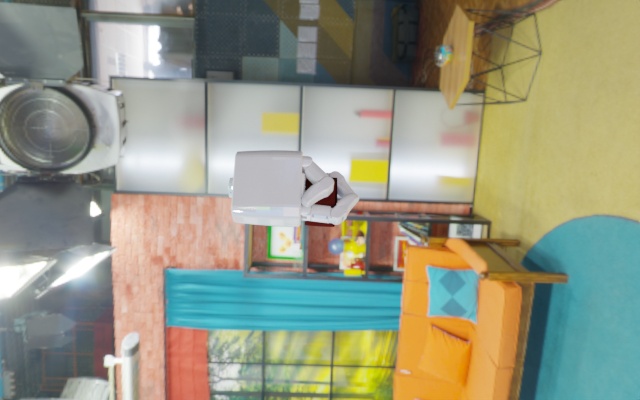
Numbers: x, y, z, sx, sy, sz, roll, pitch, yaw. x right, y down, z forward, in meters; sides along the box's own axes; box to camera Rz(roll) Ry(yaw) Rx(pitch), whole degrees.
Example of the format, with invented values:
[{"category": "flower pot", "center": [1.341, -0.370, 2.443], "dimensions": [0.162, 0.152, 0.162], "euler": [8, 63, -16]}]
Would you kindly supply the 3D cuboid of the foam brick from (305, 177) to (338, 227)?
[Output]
[{"category": "foam brick", "center": [0.000, 0.003, 0.783], "dimensions": [0.051, 0.053, 0.078], "euler": [2, -31, -1]}]
